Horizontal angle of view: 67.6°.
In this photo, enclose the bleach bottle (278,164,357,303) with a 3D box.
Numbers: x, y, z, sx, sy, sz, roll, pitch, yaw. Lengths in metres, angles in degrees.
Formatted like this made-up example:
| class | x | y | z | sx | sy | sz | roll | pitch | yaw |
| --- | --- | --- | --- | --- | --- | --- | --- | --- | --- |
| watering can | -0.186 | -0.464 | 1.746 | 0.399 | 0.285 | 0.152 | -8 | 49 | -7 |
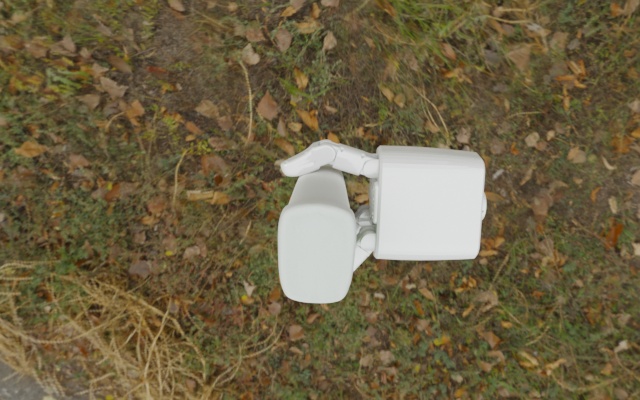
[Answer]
| class | x | y | z | sx | sy | sz | roll | pitch | yaw |
| --- | --- | --- | --- | --- | --- | --- | --- | --- | --- |
| bleach bottle | 0.000 | 0.002 | 0.524 | 0.068 | 0.103 | 0.250 | 3 | 23 | 1 |
